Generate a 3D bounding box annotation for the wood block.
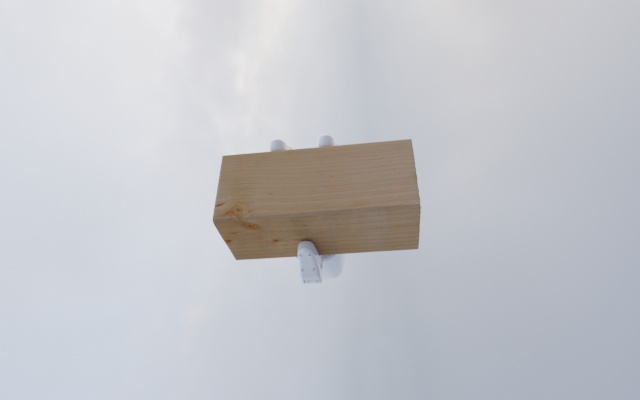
[{"bbox_3d":[0.000,0.002,0.524,0.206,0.090,0.090,-5,-35,6],"label":"wood block"}]
